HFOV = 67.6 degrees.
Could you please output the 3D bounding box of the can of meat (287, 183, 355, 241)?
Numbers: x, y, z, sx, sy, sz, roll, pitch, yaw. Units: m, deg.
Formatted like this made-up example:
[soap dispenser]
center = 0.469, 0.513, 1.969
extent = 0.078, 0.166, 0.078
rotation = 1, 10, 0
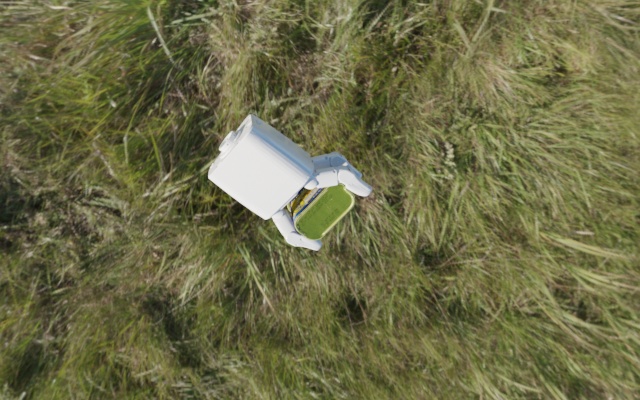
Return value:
[can of meat]
center = 0.000, 0.003, 0.725
extent = 0.057, 0.102, 0.084
rotation = 40, 10, -21
